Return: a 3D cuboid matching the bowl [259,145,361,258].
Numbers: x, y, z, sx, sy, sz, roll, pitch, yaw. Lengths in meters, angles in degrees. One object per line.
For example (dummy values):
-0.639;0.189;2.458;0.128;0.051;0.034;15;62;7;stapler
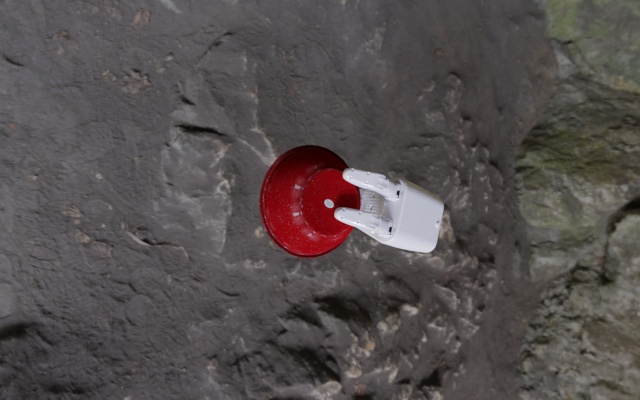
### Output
-0.001;0.002;0.658;0.162;0.162;0.055;0;1;-30;bowl
